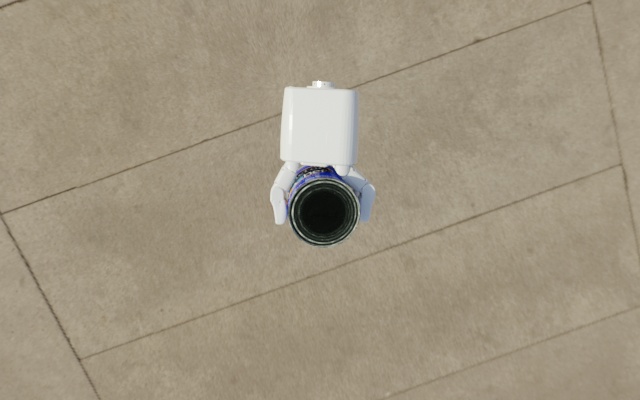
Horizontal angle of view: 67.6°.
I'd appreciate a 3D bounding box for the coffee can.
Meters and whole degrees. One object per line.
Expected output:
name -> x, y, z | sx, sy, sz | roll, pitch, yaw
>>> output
coffee can -> 0.000, 0.003, 0.733 | 0.103, 0.103, 0.140 | 0, 13, -5
